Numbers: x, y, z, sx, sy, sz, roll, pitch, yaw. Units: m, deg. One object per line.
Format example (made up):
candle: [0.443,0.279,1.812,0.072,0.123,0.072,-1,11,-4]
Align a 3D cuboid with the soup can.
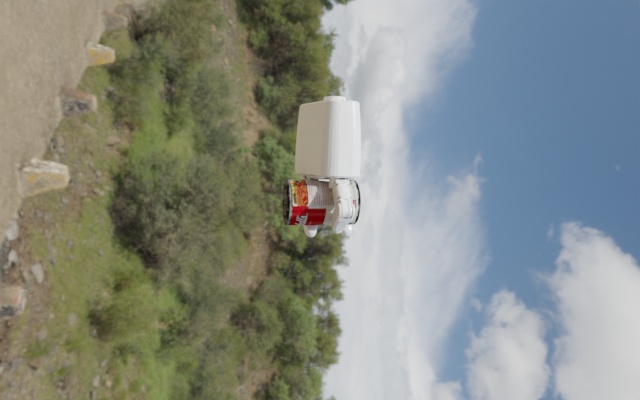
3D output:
soup can: [0.000,0.003,0.691,0.102,0.068,0.068,0,0,-13]
